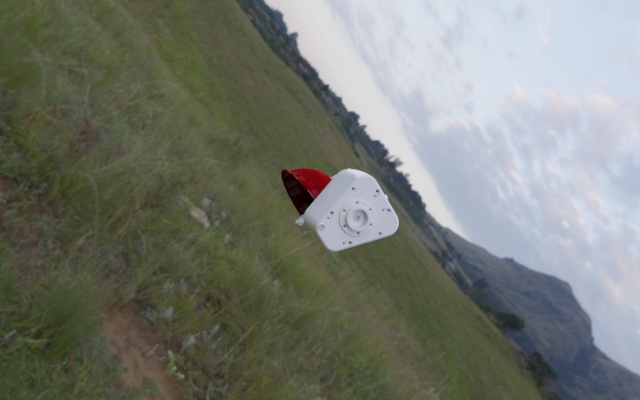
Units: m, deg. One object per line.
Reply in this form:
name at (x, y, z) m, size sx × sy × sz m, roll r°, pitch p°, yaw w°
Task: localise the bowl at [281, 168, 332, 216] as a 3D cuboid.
bowl at (0.000, 0.002, 0.816) m, size 0.055 × 0.162 × 0.162 m, roll -34°, pitch 10°, yaw -15°
